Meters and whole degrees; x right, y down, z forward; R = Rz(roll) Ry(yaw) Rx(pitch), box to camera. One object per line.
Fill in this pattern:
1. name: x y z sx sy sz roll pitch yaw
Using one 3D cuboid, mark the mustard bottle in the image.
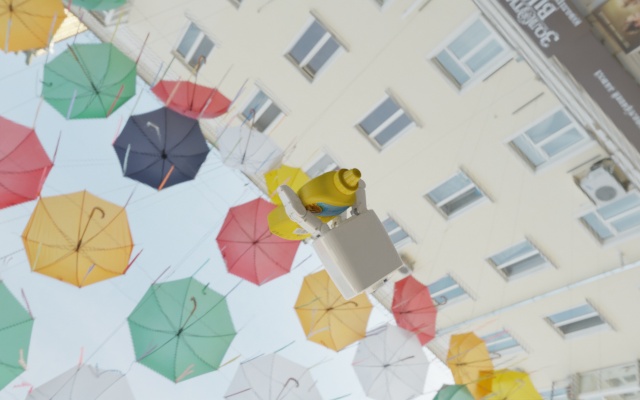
1. mustard bottle: 0.000 0.002 0.775 0.096 0.058 0.192 9 -32 -36
